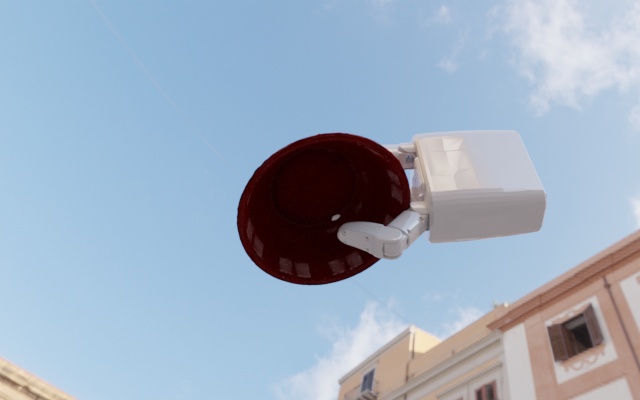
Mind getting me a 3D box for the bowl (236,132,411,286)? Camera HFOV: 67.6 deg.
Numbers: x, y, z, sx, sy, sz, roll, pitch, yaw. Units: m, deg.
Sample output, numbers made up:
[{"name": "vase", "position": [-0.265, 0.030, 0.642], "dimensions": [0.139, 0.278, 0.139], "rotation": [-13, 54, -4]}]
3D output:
[{"name": "bowl", "position": [-0.001, 0.001, 0.451], "dimensions": [0.162, 0.162, 0.055], "rotation": [0, 31, -16]}]
